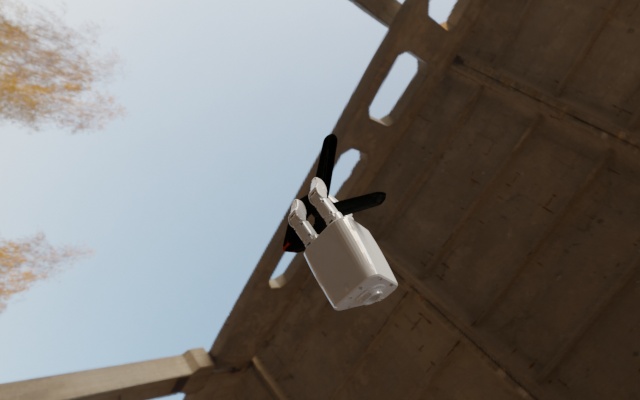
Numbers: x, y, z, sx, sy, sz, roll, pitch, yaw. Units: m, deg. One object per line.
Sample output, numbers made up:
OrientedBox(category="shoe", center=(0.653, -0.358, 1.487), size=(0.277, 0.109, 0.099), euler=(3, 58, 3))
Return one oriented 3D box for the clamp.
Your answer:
OrientedBox(category="clamp", center=(0.000, 0.003, 0.797), size=(0.036, 0.164, 0.210), euler=(14, -52, -45))
